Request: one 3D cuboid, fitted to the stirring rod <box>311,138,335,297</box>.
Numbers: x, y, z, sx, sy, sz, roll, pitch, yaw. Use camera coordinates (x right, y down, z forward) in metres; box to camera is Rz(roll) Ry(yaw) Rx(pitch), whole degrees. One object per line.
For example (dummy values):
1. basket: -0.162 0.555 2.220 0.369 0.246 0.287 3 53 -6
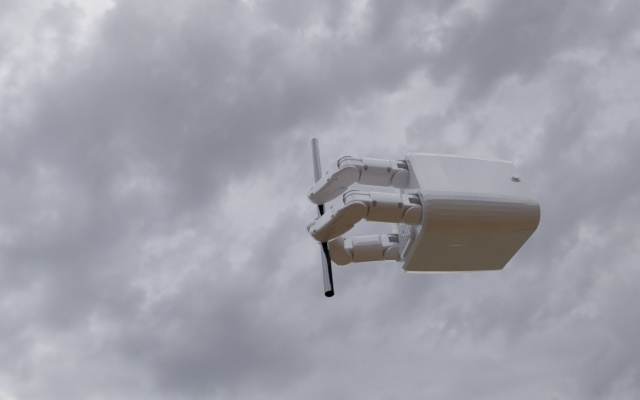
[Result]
1. stirring rod: 0.000 0.002 0.474 0.011 0.011 0.239 0 37 -4
